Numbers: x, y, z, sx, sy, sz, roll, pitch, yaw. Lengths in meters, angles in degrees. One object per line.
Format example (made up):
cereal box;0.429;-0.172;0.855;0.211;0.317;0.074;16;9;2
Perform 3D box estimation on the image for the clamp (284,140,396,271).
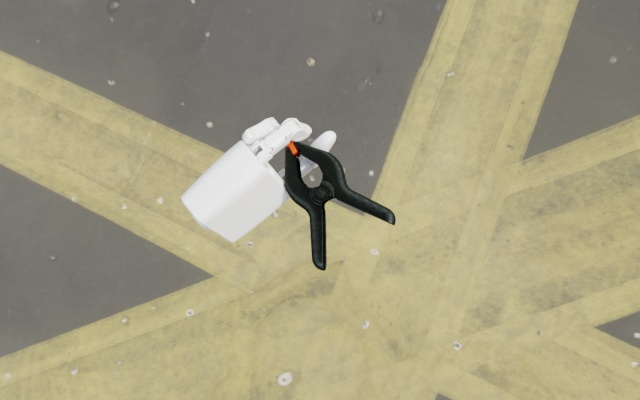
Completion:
clamp;0.000;0.002;0.619;0.120;0.171;0.039;-41;-12;-1
